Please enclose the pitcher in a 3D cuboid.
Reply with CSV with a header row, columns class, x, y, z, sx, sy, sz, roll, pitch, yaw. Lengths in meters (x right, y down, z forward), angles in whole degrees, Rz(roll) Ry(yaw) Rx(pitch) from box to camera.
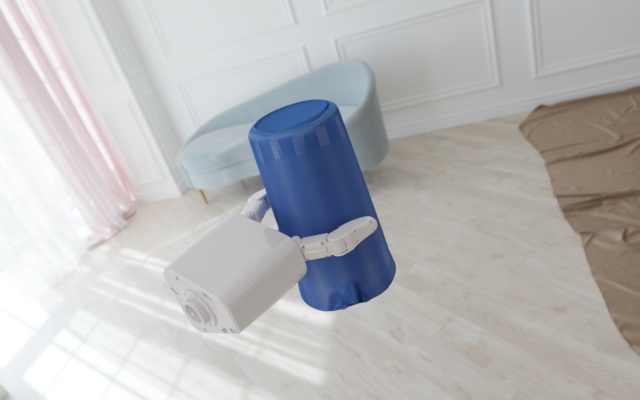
class,x,y,z,sx,sy,sz,roll,pitch,yaw
pitcher,0.000,0.002,0.597,0.149,0.243,0.145,7,36,42
